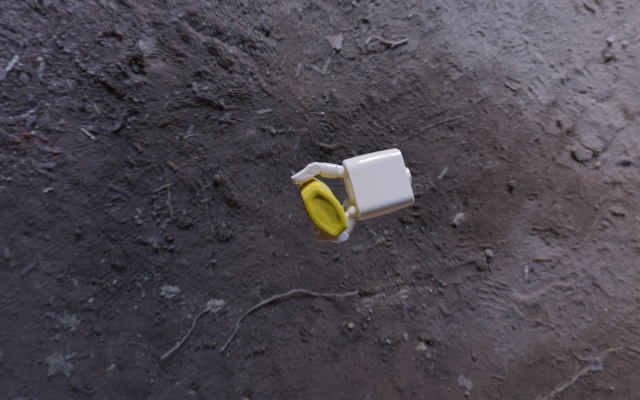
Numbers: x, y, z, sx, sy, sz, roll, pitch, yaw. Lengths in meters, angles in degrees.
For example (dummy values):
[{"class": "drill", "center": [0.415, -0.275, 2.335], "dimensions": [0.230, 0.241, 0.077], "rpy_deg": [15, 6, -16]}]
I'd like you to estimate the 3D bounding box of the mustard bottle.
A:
[{"class": "mustard bottle", "center": [0.000, 0.003, 0.895], "dimensions": [0.058, 0.096, 0.191], "rpy_deg": [-39, 12, 3]}]
